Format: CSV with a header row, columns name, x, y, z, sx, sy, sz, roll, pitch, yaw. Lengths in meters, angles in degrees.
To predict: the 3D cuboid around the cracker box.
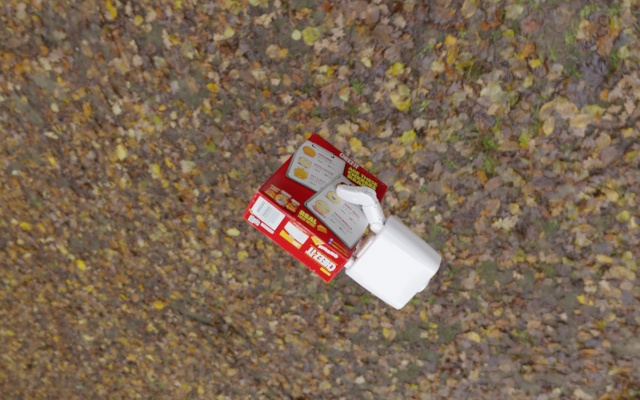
name,x,y,z,sx,sy,sz,roll,pitch,yaw
cracker box,0.000,0.002,0.762,0.164,0.072,0.213,37,38,-1
